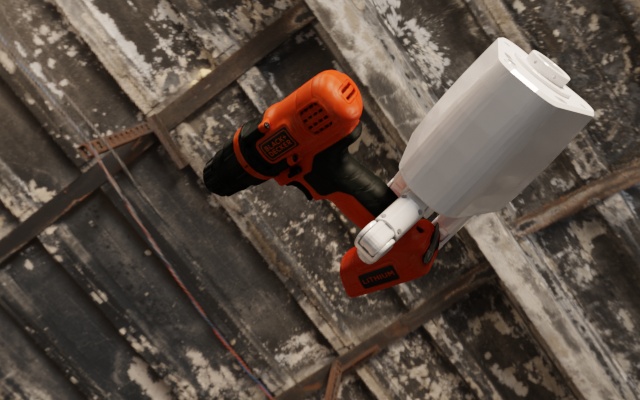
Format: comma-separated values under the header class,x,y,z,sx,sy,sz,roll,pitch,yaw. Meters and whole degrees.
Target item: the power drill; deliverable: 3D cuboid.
class,x,y,z,sx,sy,sz,roll,pitch,yaw
power drill,0.001,0.002,0.422,0.184,0.188,0.057,-26,23,42
